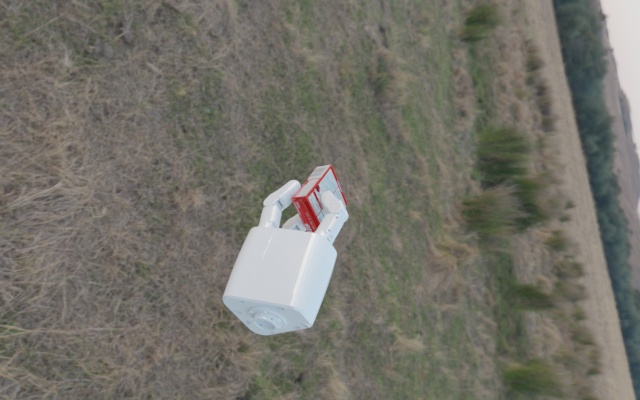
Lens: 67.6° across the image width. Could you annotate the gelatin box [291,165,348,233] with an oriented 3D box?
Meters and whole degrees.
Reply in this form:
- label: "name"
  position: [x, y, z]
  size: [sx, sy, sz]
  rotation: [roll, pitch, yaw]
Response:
- label: "gelatin box"
  position: [0.001, 0.002, 0.692]
  size: [0.030, 0.073, 0.089]
  rotation: [-6, 32, 33]
